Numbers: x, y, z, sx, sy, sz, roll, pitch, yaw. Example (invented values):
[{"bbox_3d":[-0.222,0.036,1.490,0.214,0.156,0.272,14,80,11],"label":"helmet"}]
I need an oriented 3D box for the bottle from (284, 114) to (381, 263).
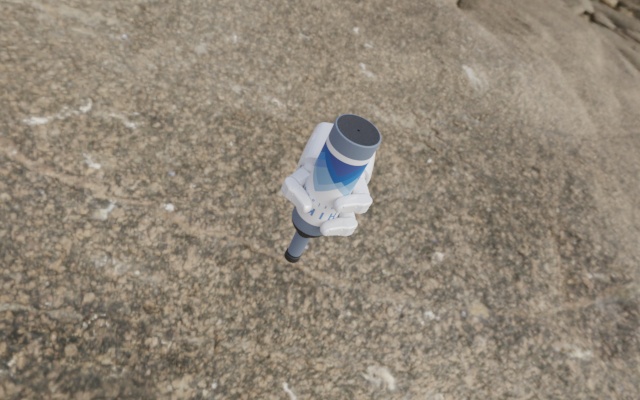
[{"bbox_3d":[0.000,0.002,0.730,0.069,0.069,0.296,0,-40,-27],"label":"bottle"}]
